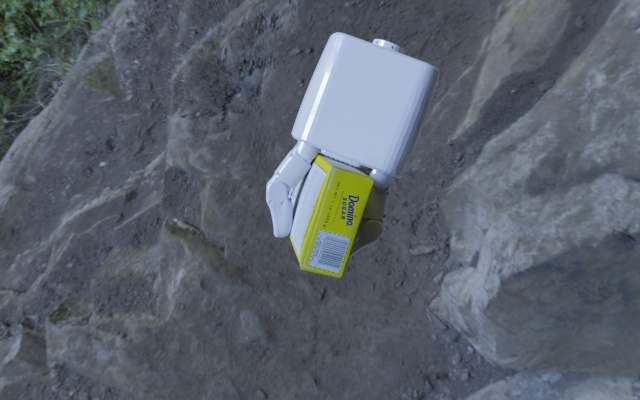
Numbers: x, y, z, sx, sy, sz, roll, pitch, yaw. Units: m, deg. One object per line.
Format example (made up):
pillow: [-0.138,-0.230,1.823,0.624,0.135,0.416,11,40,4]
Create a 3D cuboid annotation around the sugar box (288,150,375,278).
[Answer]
sugar box: [0.001,0.002,0.481,0.048,0.093,0.176,17,10,-10]
